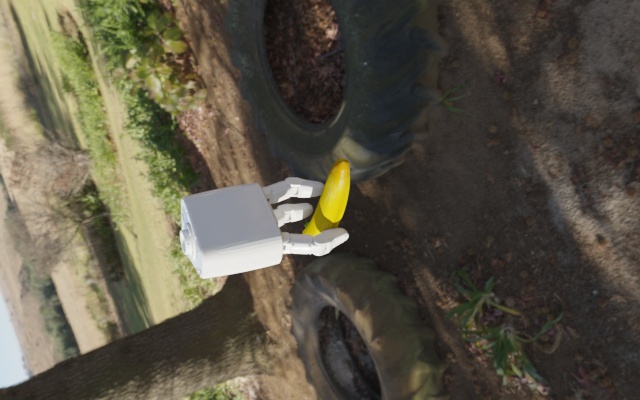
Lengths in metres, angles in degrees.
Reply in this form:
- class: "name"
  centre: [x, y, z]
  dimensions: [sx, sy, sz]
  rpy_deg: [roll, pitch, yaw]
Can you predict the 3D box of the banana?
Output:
- class: "banana"
  centre: [0.003, 0.020, 0.684]
  dimensions: [0.037, 0.069, 0.198]
  rpy_deg: [-2, -29, -21]
